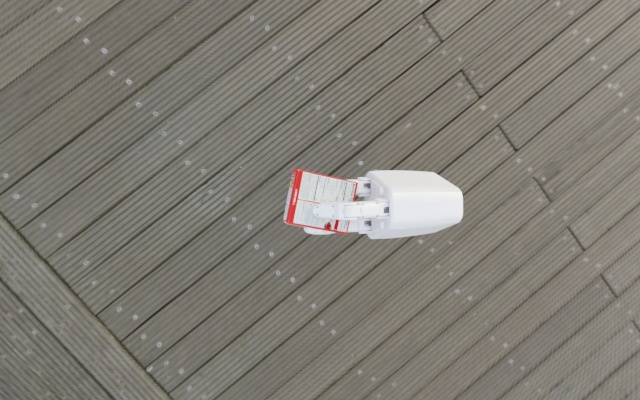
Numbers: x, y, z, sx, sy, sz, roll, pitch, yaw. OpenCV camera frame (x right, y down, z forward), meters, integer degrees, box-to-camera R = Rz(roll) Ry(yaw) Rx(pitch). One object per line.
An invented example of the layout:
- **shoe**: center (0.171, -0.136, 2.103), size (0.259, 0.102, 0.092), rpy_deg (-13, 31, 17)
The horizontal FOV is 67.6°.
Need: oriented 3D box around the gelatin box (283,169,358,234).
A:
- **gelatin box**: center (0.000, 0.002, 0.644), size (0.089, 0.073, 0.030), rpy_deg (11, 0, -18)
